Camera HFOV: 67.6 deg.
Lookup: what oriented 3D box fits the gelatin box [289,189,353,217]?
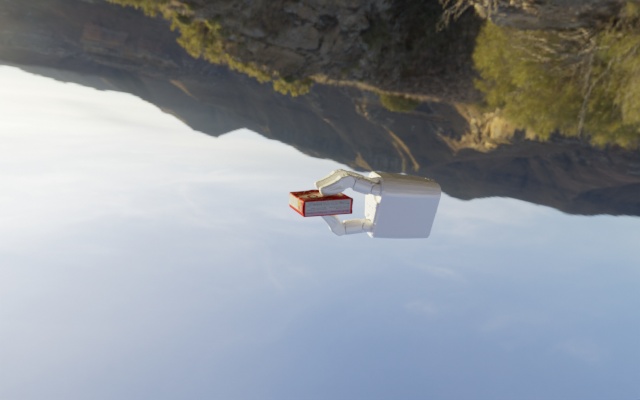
[{"bbox_3d":[0.000,0.003,0.799,0.089,0.030,0.073,-4,15,-22],"label":"gelatin box"}]
